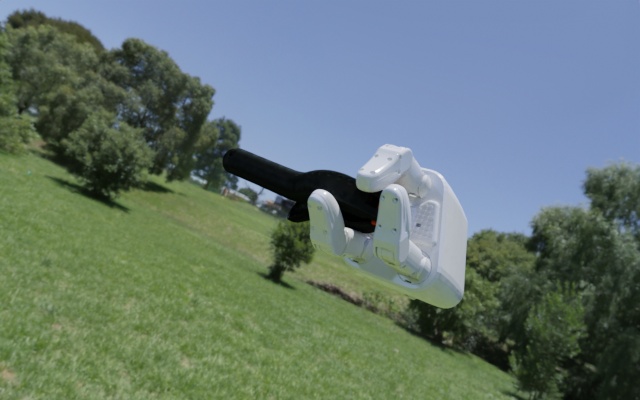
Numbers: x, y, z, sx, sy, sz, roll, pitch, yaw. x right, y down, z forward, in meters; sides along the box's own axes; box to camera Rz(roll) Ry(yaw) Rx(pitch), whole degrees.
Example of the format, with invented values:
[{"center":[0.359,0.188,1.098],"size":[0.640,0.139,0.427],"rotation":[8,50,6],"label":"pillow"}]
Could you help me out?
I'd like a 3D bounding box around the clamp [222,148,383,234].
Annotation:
[{"center":[0.000,0.001,0.440],"size":[0.171,0.039,0.120],"rotation":[18,-12,34],"label":"clamp"}]
